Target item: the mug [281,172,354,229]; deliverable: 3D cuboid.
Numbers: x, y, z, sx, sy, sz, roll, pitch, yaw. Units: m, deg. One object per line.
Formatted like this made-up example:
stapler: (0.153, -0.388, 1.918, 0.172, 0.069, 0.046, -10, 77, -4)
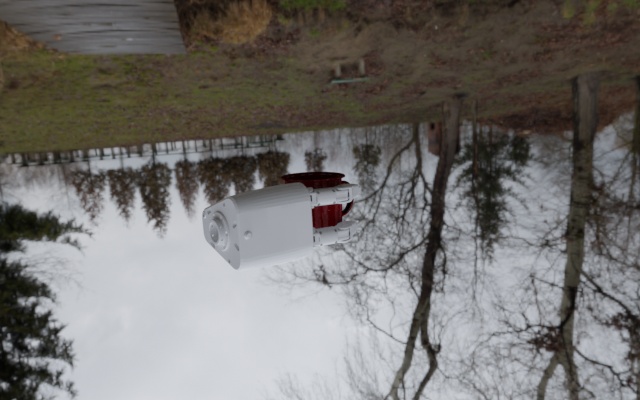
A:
mug: (0.001, 0.002, 0.701, 0.117, 0.081, 0.093, -9, 13, -35)
